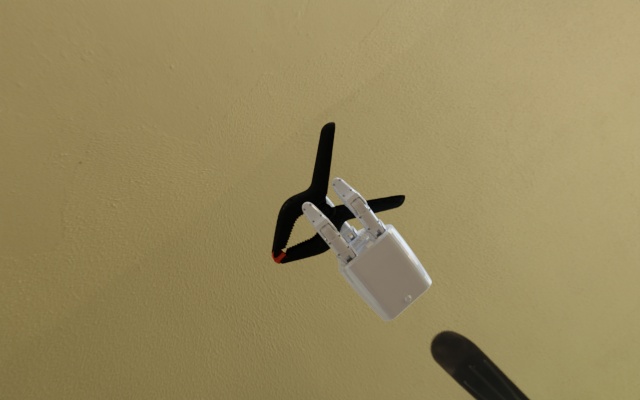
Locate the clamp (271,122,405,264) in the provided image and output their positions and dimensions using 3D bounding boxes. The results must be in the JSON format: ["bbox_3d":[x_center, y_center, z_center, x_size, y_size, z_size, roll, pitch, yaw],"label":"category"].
[{"bbox_3d":[0.000,0.003,0.691,0.210,0.164,0.036,-40,9,-7],"label":"clamp"}]
